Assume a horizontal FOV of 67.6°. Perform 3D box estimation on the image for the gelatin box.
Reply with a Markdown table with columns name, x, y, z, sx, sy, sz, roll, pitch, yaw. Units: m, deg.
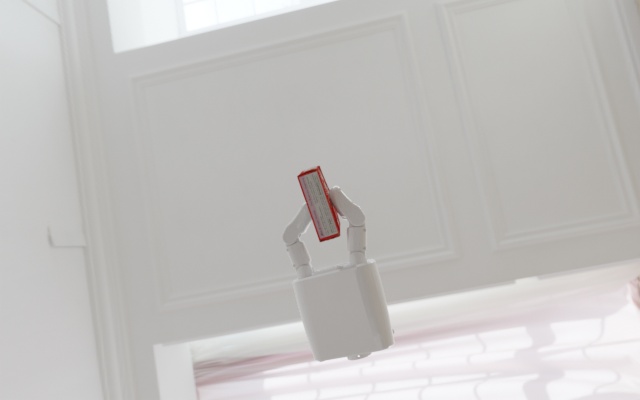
| name | x | y | z | sx | sy | sz | roll | pitch | yaw |
| --- | --- | --- | --- | --- | --- | --- | --- | --- | --- |
| gelatin box | 0.000 | 0.002 | 0.611 | 0.030 | 0.089 | 0.073 | -19 | 6 | 5 |
